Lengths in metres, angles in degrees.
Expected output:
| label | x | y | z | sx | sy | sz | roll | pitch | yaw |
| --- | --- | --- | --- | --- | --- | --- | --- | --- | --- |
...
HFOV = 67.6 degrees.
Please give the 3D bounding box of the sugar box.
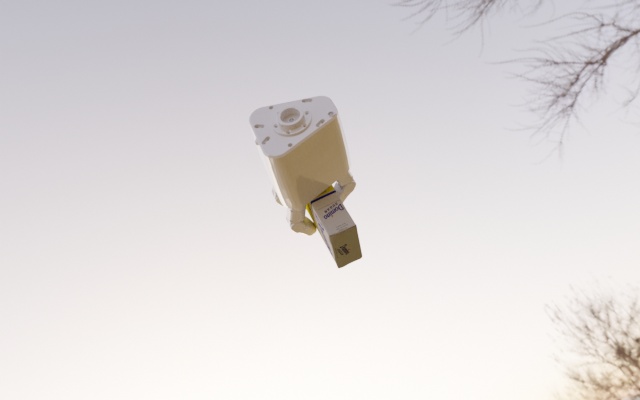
| label | x | y | z | sx | sy | sz | roll | pitch | yaw |
| --- | --- | --- | --- | --- | --- | --- | --- | --- | --- |
| sugar box | 0.000 | 0.002 | 0.688 | 0.048 | 0.176 | 0.093 | -23 | -35 | -5 |
